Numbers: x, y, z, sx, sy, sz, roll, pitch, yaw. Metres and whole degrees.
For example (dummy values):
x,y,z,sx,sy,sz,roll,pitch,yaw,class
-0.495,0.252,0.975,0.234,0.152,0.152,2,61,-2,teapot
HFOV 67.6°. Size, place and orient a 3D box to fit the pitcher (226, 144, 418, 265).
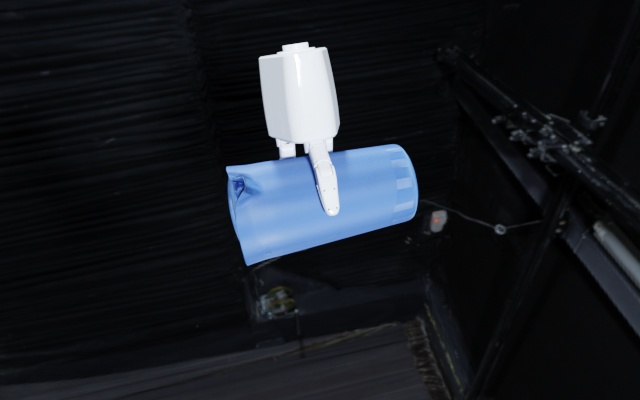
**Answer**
x,y,z,sx,sy,sz,roll,pitch,yaw,class
0.000,0.002,0.654,0.243,0.145,0.149,-11,17,-8,pitcher
